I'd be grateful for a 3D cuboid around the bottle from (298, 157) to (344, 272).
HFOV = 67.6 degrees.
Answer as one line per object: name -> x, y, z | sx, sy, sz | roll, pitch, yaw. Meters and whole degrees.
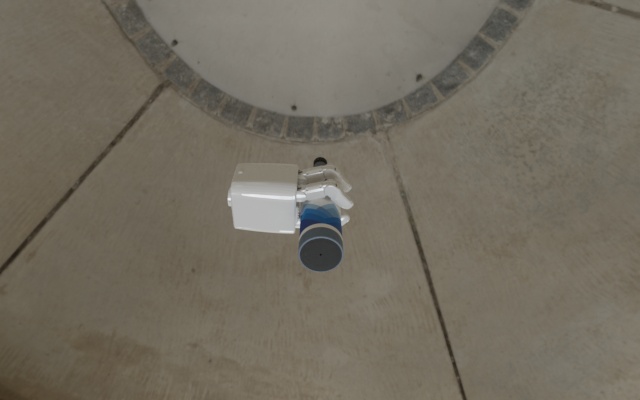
bottle -> 0.000, 0.003, 0.822 | 0.069, 0.069, 0.295 | 0, 32, 0
